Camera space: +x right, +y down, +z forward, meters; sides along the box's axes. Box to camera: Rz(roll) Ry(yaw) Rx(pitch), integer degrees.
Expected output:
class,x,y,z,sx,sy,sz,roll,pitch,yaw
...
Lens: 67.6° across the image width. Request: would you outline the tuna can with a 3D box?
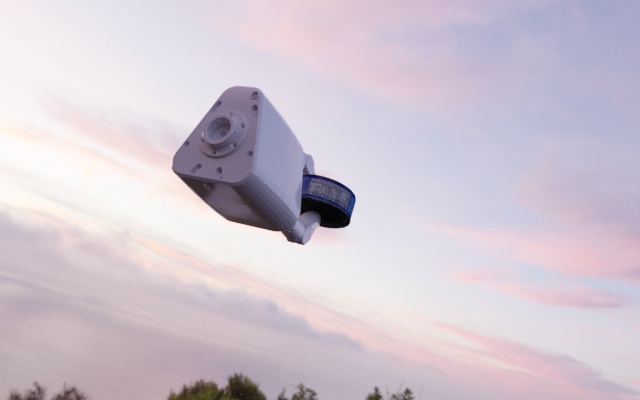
class,x,y,z,sx,sy,sz,roll,pitch,yaw
tuna can,0.000,0.001,0.595,0.086,0.033,0.086,15,-23,6
